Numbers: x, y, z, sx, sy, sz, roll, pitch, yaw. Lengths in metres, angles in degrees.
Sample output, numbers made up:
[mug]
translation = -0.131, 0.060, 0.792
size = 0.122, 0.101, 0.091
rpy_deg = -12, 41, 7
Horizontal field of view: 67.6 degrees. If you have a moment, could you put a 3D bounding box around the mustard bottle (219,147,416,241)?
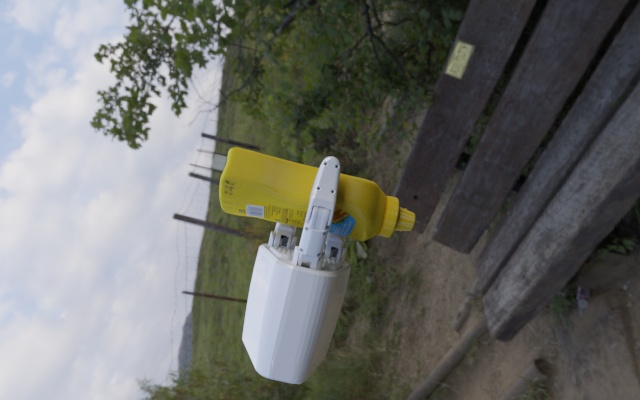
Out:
[mustard bottle]
translation = 0.000, 0.001, 0.476
size = 0.191, 0.058, 0.096
rpy_deg = 13, -23, -3
